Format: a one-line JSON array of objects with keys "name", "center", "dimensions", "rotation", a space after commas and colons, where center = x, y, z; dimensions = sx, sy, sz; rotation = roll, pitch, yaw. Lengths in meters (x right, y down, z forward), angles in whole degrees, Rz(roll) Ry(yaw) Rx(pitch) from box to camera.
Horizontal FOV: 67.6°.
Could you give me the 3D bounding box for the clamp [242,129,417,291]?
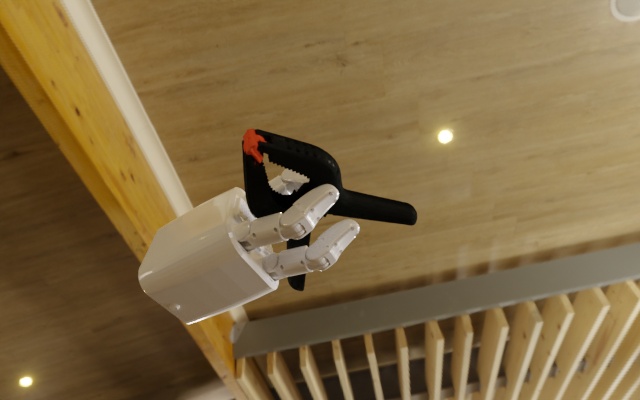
[{"name": "clamp", "center": [-0.001, 0.001, 0.477], "dimensions": [0.164, 0.036, 0.210], "rotation": [-28, -47, 6]}]
